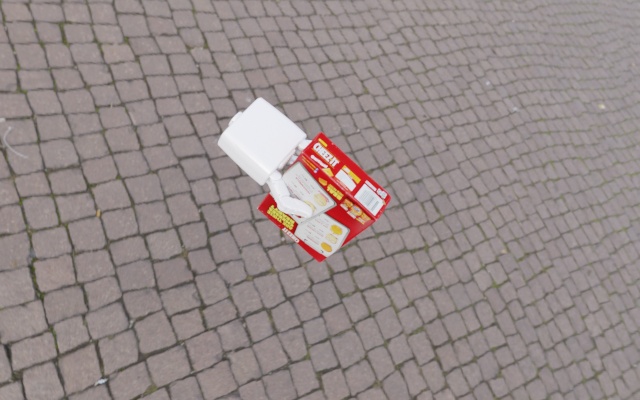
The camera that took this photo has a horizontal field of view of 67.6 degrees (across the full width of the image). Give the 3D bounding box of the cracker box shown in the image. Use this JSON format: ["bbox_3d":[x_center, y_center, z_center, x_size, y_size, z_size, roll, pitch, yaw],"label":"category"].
[{"bbox_3d":[0.000,0.003,0.848,0.072,0.164,0.214,-50,4,-37],"label":"cracker box"}]
